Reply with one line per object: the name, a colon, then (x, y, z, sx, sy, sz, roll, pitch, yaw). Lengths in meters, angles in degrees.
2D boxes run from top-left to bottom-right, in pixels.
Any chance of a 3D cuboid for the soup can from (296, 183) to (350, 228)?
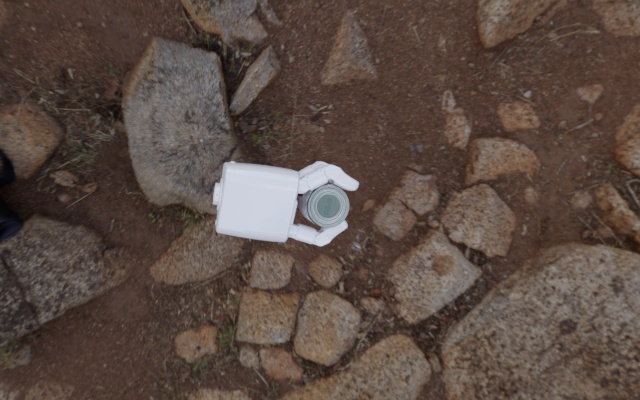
soup can: (0.001, 0.003, 0.756, 0.068, 0.068, 0.102, 0, 7, -14)
